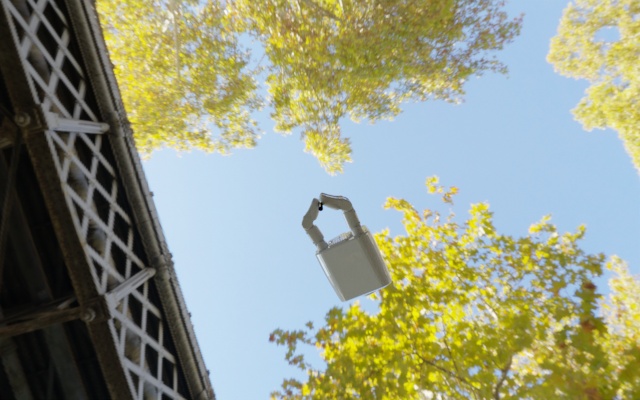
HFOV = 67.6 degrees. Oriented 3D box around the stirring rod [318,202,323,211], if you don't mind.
[{"bbox_3d":[0.000,0.003,0.897,0.011,0.011,0.239,0,5,0],"label":"stirring rod"}]
